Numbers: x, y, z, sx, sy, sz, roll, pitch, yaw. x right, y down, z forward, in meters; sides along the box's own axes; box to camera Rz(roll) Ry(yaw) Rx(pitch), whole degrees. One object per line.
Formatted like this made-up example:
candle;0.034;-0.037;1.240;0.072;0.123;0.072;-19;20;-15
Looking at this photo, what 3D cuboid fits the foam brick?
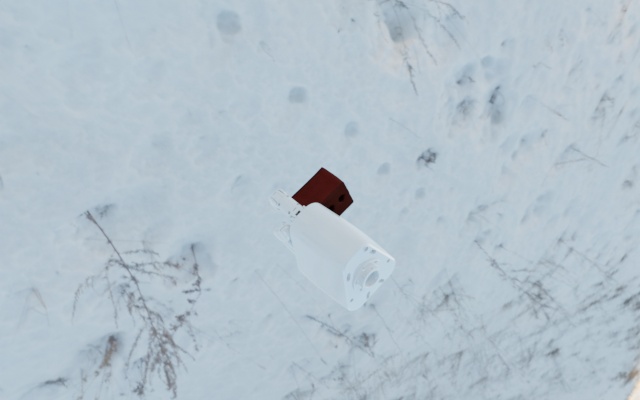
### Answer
foam brick;0.000;0.002;0.695;0.051;0.078;0.053;34;-16;40
